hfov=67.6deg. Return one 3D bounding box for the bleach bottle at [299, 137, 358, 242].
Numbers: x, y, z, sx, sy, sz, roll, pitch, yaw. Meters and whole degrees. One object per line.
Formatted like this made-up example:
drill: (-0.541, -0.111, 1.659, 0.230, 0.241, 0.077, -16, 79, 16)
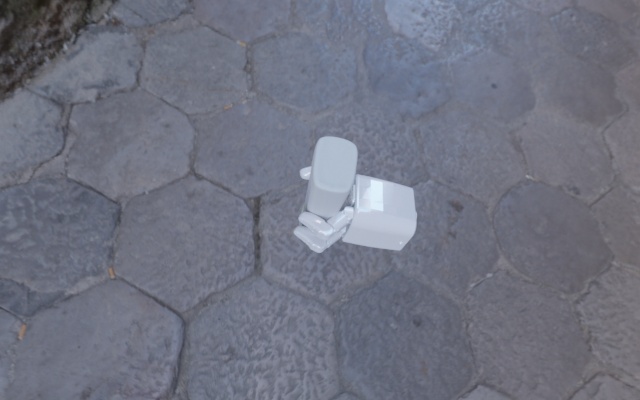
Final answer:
bleach bottle: (0.000, 0.003, 0.822, 0.068, 0.102, 0.251, 12, -29, -5)
